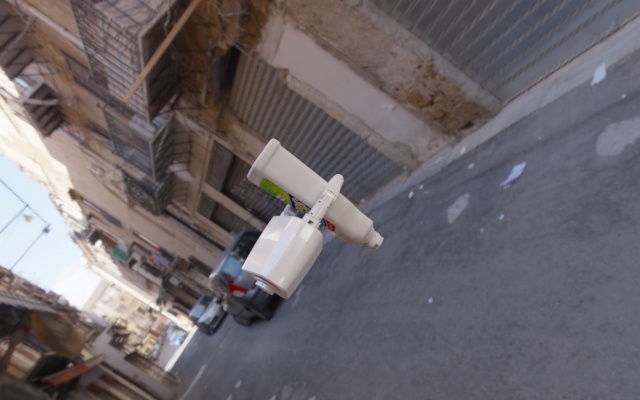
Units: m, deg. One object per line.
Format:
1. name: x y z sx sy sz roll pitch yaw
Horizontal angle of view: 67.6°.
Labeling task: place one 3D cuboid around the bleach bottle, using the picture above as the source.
1. bleach bottle: 0.000 0.003 0.801 0.251 0.068 0.102 35 -18 -6
